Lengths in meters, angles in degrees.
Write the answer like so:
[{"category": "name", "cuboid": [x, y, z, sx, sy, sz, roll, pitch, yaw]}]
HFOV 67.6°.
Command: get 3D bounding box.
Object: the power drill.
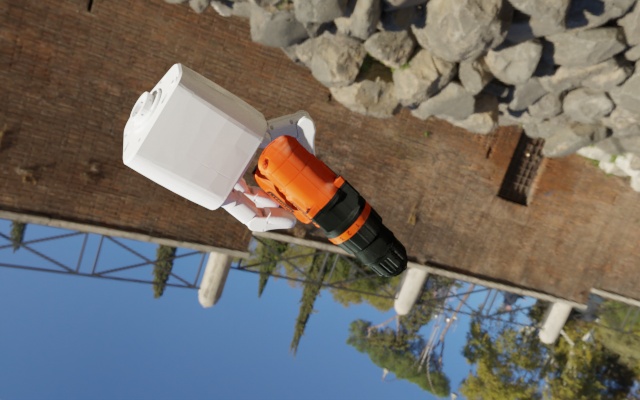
[{"category": "power drill", "cuboid": [0.000, 0.002, 0.526, 0.184, 0.057, 0.187, 45, -7, -16]}]
